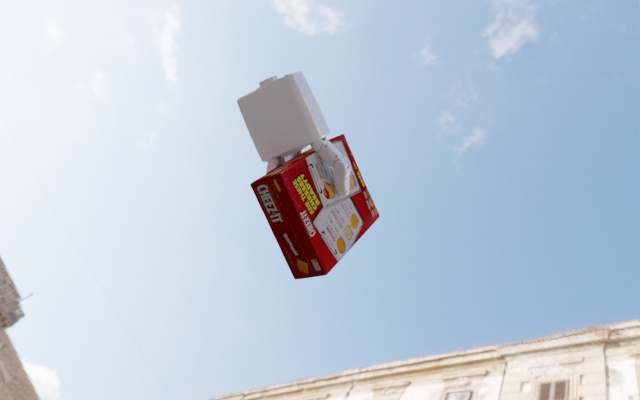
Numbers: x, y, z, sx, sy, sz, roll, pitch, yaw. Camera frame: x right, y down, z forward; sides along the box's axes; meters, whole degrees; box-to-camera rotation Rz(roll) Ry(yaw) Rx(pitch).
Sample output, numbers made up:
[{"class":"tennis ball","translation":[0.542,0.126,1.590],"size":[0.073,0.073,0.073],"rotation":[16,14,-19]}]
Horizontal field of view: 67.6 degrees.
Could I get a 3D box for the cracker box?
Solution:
[{"class":"cracker box","translation":[0.000,0.002,0.769],"size":[0.072,0.164,0.213],"rotation":[-17,13,34]}]
